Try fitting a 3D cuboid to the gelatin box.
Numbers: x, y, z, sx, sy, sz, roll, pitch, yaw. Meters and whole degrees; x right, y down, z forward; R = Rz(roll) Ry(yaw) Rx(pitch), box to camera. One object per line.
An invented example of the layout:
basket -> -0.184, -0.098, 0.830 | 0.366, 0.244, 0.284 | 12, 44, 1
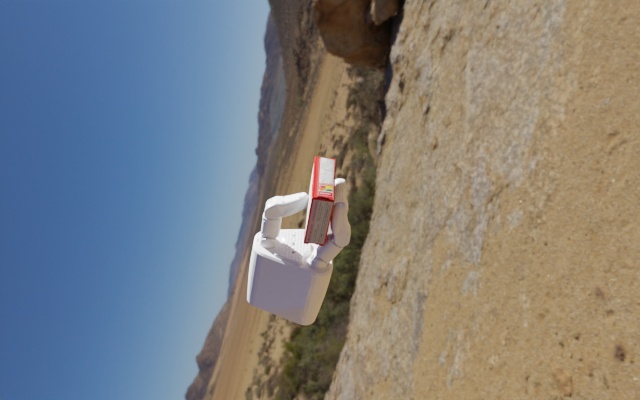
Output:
gelatin box -> 0.000, 0.002, 0.600 | 0.030, 0.073, 0.089 | 7, -44, -3
